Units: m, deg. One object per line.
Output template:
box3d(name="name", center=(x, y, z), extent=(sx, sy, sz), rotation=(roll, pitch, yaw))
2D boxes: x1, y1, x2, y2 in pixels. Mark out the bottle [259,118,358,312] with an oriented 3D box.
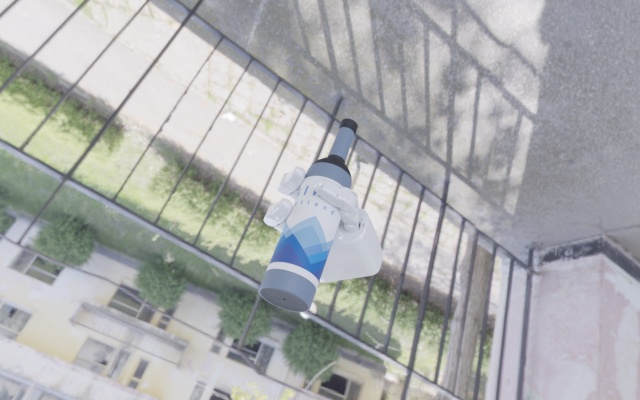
box3d(name="bottle", center=(0.000, 0.002, 0.650), extent=(0.069, 0.295, 0.069), rotation=(15, -32, 9))
